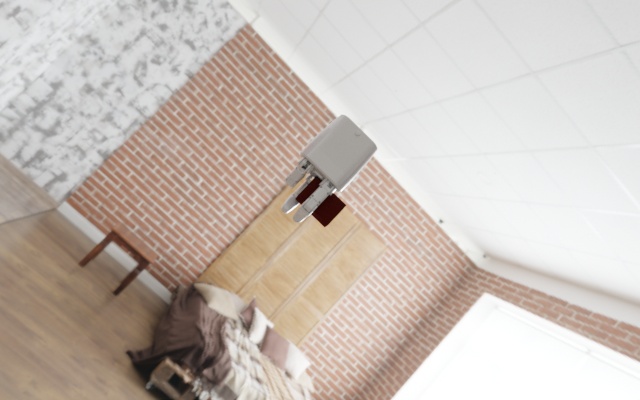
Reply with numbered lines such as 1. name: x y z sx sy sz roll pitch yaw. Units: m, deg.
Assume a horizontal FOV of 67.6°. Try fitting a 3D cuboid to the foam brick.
1. foam brick: 0.000 0.003 0.864 0.078 0.051 0.053 44 -9 -1
